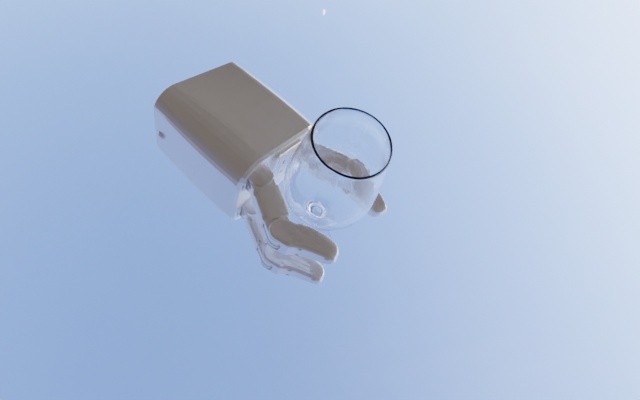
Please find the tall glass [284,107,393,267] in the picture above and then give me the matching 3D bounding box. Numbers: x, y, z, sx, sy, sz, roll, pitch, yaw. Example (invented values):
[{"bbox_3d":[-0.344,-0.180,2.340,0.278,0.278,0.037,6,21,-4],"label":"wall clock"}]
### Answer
[{"bbox_3d":[0.000,0.002,0.428,0.079,0.079,0.201,0,-26,-15],"label":"tall glass"}]
